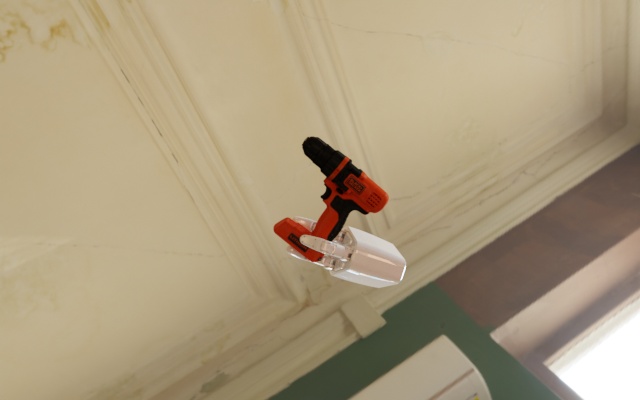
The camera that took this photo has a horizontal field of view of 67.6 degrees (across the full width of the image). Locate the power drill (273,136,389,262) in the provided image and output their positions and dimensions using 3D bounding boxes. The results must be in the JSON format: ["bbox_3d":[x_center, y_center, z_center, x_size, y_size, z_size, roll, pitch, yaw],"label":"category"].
[{"bbox_3d":[0.000,0.003,0.859,0.184,0.188,0.057,40,13,-2],"label":"power drill"}]
